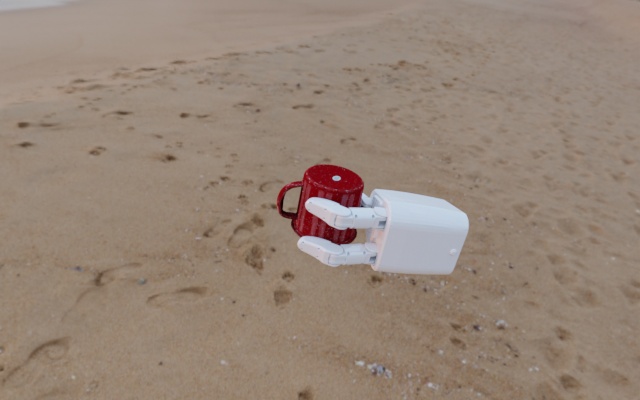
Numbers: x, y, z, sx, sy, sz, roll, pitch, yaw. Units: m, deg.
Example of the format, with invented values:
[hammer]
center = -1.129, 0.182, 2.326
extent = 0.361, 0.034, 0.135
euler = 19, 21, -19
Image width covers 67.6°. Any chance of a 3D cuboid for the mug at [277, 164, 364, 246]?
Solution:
[mug]
center = -0.001, 0.002, 0.640
extent = 0.117, 0.081, 0.093
euler = 6, 28, -10
